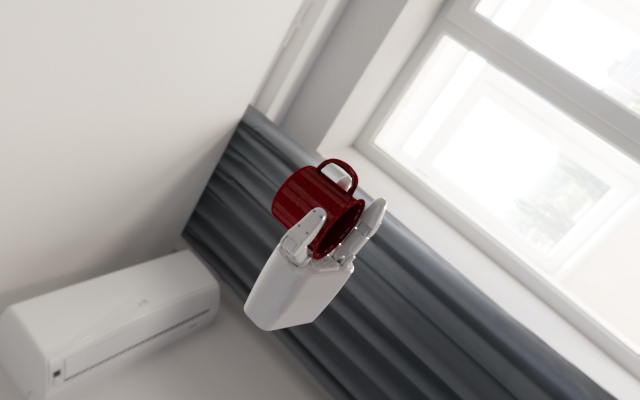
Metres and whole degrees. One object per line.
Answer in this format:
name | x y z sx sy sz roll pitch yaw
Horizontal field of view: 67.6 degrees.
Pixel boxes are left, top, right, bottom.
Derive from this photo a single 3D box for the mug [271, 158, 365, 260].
mug | 0.001 0.001 0.578 0.081 0.117 0.093 40 25 18
